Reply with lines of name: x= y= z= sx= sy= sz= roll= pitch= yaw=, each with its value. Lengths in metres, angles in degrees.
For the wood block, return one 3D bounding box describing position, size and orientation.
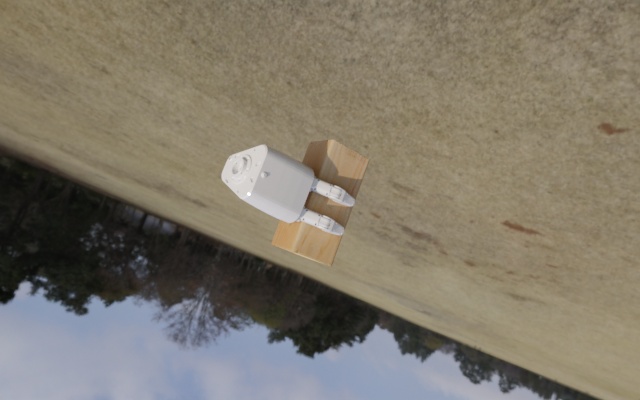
wood block: x=0.000 y=0.003 z=0.871 sx=0.090 sy=0.206 sz=0.091 roll=25 pitch=-9 yaw=-29
